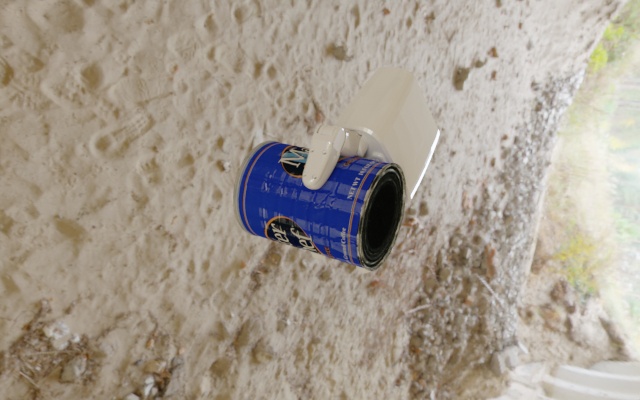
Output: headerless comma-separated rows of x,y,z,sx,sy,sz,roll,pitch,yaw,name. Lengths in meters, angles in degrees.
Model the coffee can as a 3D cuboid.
0.000,0.002,0.474,0.140,0.103,0.103,14,7,28,coffee can
